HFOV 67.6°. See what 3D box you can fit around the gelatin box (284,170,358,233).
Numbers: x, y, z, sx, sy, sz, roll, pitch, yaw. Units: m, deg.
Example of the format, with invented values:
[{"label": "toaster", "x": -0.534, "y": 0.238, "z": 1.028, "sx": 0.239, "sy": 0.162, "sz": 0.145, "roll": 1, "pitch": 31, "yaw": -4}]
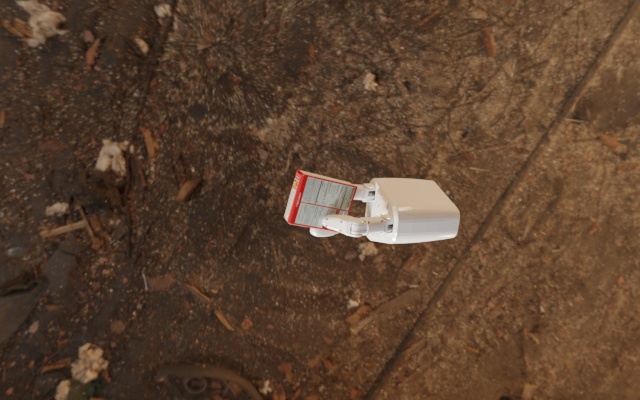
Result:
[{"label": "gelatin box", "x": 0.000, "y": 0.002, "z": 0.680, "sx": 0.089, "sy": 0.073, "sz": 0.030, "roll": 11, "pitch": 13, "yaw": -25}]
